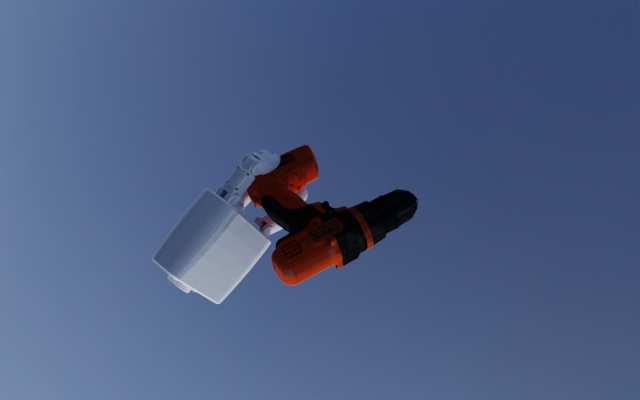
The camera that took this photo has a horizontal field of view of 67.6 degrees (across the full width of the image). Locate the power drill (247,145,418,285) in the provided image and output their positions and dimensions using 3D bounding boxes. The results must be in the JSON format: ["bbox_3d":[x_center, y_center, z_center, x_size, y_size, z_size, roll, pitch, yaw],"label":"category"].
[{"bbox_3d":[0.000,0.002,0.590,0.184,0.057,0.187,-26,41,-14],"label":"power drill"}]
